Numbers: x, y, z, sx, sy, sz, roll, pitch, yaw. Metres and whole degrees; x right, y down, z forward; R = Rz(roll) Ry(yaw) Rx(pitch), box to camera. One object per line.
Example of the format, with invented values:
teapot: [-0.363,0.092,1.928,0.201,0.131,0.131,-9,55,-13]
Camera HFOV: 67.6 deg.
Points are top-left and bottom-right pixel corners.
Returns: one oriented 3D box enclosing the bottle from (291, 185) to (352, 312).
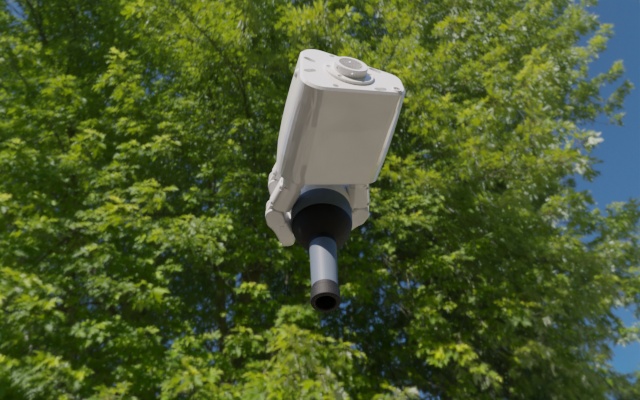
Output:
bottle: [0.000,0.002,0.543,0.069,0.069,0.295,0,38,-2]
